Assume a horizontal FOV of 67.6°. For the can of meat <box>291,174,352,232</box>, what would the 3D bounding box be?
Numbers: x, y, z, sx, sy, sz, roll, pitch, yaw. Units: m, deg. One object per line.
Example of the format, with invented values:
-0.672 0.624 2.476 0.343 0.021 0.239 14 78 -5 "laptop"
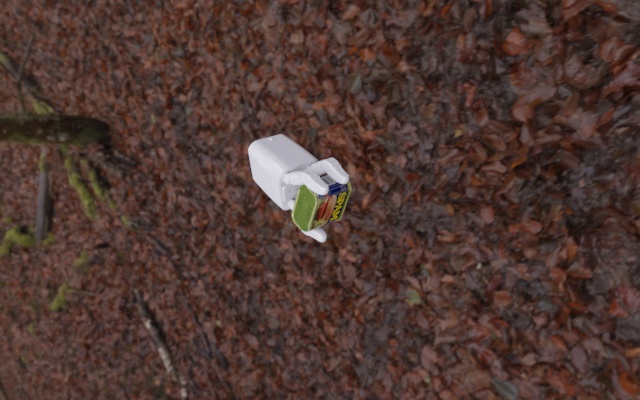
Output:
0.000 0.003 0.876 0.084 0.102 0.057 -21 53 -38 "can of meat"
